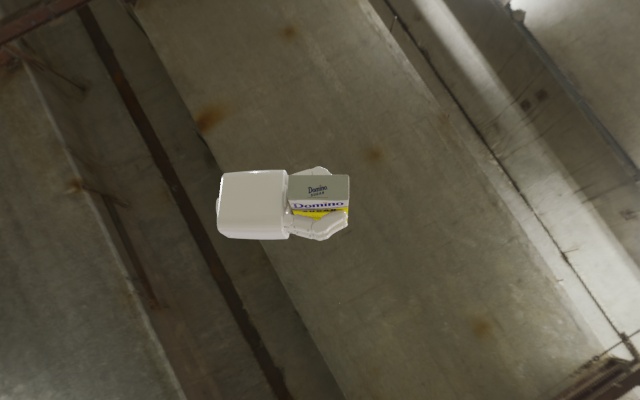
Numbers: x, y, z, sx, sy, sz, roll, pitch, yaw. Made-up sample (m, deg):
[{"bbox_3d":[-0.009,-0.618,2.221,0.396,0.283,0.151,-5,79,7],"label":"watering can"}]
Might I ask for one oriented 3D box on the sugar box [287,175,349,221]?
[{"bbox_3d":[0.000,0.003,0.787,0.093,0.048,0.176,0,-12,3],"label":"sugar box"}]
